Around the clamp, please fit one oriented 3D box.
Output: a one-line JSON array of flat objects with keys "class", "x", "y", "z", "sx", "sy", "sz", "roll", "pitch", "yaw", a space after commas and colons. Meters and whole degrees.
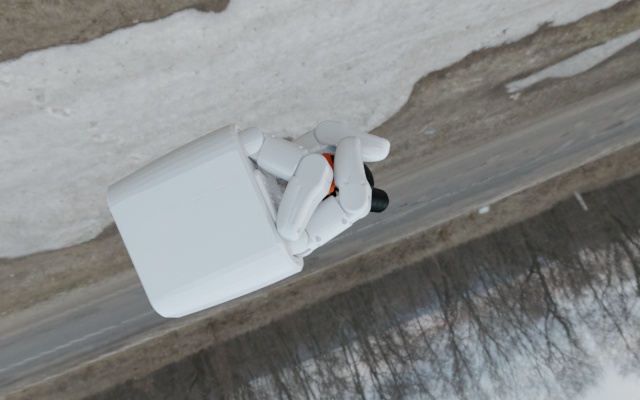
[{"class": "clamp", "x": 0.000, "y": 0.002, "z": 0.441, "sx": 0.120, "sy": 0.039, "sz": 0.171, "roll": -25, "pitch": -18, "yaw": 6}]
